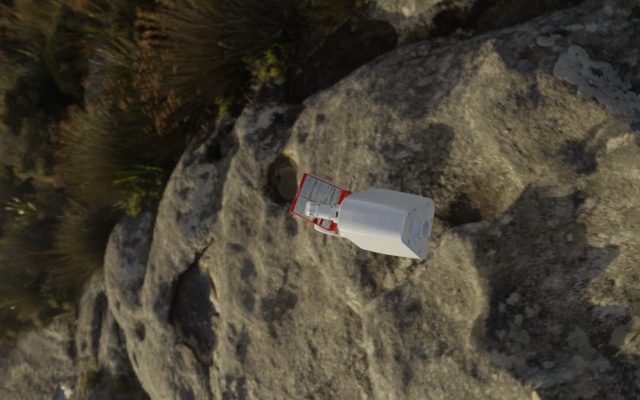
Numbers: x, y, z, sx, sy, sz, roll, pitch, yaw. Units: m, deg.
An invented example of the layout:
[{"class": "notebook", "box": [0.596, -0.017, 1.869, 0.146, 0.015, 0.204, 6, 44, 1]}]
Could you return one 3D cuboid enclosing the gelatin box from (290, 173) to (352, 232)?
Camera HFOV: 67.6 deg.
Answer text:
[{"class": "gelatin box", "box": [0.000, 0.002, 0.804, 0.089, 0.073, 0.030, 24, 8, 30]}]
